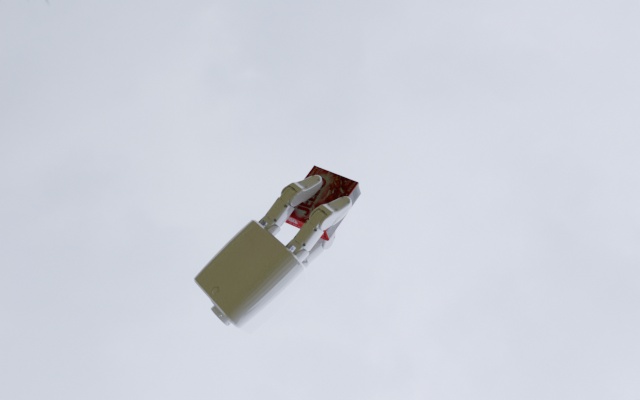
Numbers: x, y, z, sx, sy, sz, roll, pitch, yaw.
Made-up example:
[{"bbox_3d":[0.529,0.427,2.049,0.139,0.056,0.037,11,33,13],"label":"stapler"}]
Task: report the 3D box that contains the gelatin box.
[{"bbox_3d":[0.000,0.002,0.636,0.073,0.089,0.030,23,-28,28],"label":"gelatin box"}]
